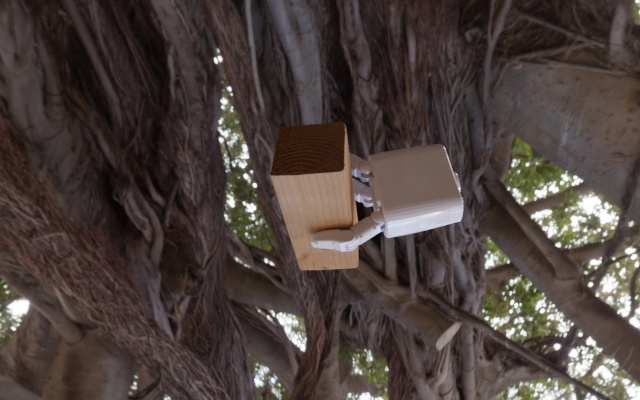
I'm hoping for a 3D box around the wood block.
[{"bbox_3d":[0.001,0.002,0.661,0.090,0.090,0.206,-3,-41,8],"label":"wood block"}]
